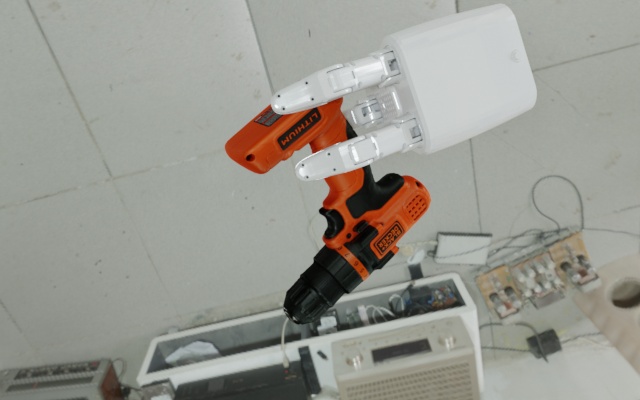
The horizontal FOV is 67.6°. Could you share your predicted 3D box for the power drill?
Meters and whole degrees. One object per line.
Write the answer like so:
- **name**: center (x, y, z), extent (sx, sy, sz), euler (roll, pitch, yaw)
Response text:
- **power drill**: center (0.000, 0.001, 0.431), extent (0.057, 0.184, 0.188), euler (26, -23, 55)
